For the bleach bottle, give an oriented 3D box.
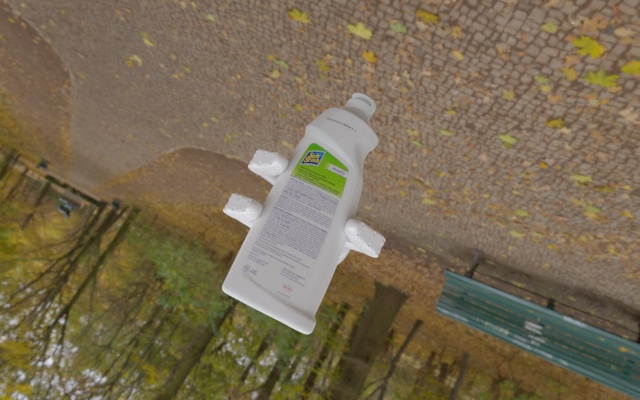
[{"bbox_3d":[0.000,0.002,0.498,0.102,0.250,0.068,26,-13,6],"label":"bleach bottle"}]
